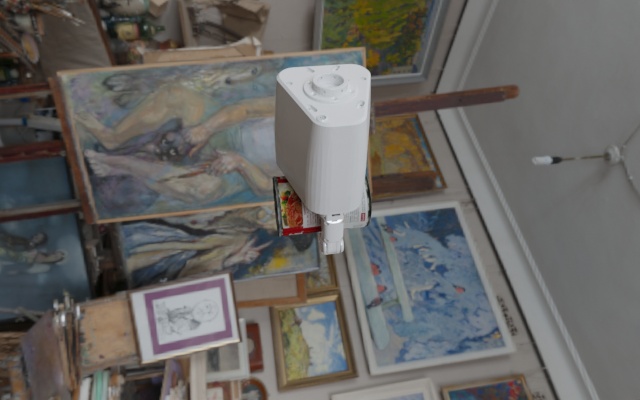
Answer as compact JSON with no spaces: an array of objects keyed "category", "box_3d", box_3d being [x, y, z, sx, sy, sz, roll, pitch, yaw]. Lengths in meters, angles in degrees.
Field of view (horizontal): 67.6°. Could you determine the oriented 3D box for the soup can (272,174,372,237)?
[{"category":"soup can","box_3d":[0.000,0.002,0.539,0.102,0.068,0.068,-6,1,-8]}]
